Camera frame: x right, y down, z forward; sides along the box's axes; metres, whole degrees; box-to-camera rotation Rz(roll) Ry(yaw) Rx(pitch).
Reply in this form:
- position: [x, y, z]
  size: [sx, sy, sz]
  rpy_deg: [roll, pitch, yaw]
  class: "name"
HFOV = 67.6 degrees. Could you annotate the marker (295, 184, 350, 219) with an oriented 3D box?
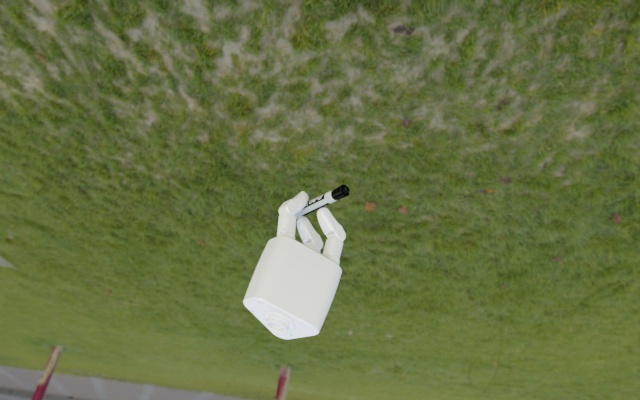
- position: [0.000, 0.002, 0.736]
  size: [0.020, 0.020, 0.121]
  rpy_deg: [0, -18, -43]
  class: "marker"
